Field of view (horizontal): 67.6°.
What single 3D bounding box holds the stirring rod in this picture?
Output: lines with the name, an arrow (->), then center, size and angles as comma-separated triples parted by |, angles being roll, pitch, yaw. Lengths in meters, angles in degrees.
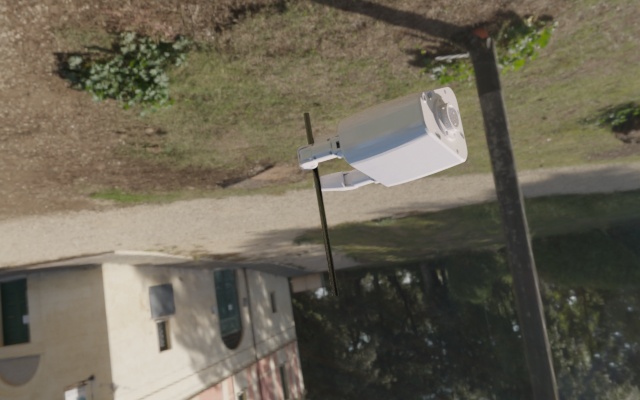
stirring rod -> 0.000, 0.002, 0.616 | 0.011, 0.239, 0.011 | -9, -8, -1
